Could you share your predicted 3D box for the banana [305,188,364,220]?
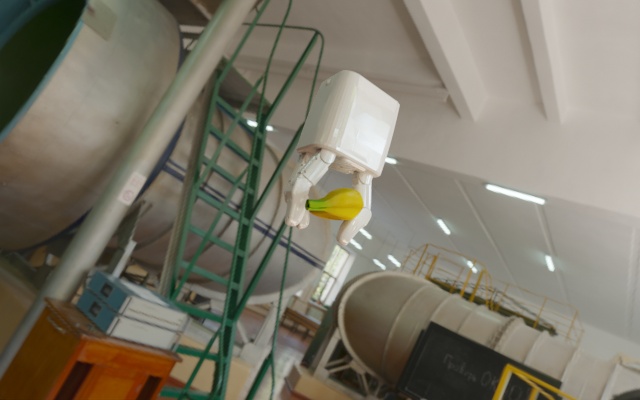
[{"bbox_3d":[0.019,0.005,0.609,0.069,0.037,0.198,8,-4,1],"label":"banana"}]
